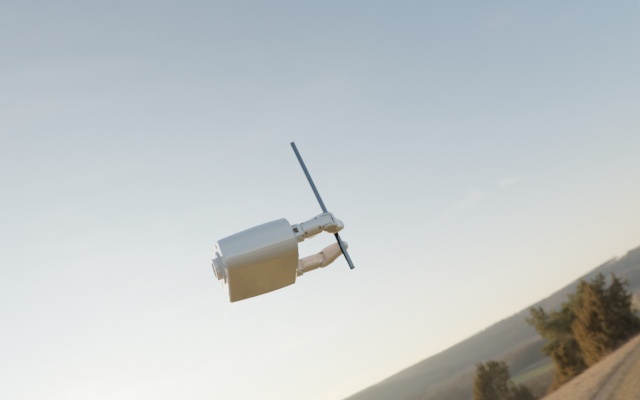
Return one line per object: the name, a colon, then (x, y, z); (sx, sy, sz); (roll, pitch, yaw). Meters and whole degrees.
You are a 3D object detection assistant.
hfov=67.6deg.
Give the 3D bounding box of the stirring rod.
stirring rod: (0.000, 0.003, 0.764); (0.011, 0.239, 0.011); (-22, -23, -10)
